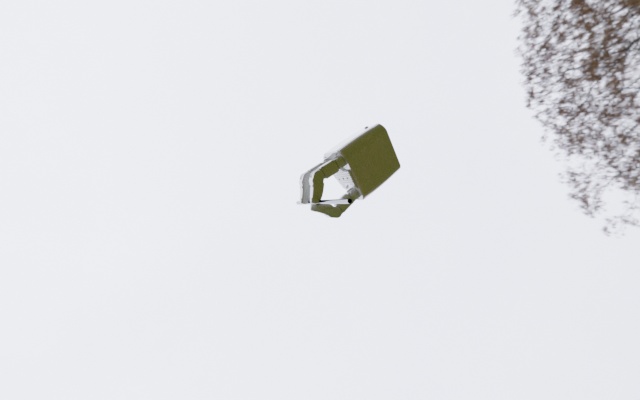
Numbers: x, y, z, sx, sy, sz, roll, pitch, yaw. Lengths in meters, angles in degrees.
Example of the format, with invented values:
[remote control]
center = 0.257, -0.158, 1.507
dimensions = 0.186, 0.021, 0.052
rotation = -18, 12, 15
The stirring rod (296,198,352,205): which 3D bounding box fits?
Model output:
[stirring rod]
center = 0.000, 0.003, 0.850
dimensions = 0.011, 0.011, 0.239
rotation = 0, -1, -22
